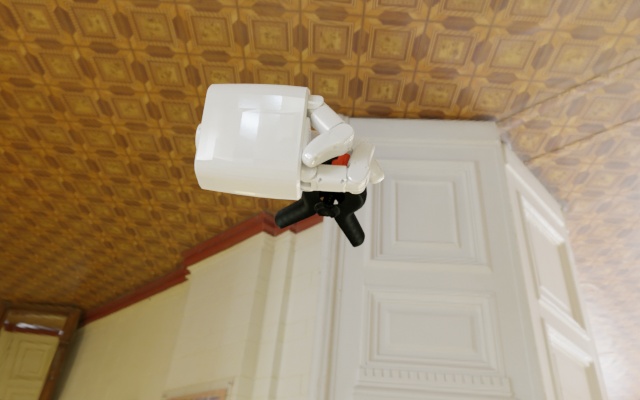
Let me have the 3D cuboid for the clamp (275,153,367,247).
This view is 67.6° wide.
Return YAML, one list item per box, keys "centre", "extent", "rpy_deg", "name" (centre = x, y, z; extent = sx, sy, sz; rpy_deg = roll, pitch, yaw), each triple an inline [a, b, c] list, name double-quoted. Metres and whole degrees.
- centre: [0.000, 0.002, 0.573]
  extent: [0.120, 0.039, 0.172]
  rpy_deg: [5, -35, 2]
  name: "clamp"
